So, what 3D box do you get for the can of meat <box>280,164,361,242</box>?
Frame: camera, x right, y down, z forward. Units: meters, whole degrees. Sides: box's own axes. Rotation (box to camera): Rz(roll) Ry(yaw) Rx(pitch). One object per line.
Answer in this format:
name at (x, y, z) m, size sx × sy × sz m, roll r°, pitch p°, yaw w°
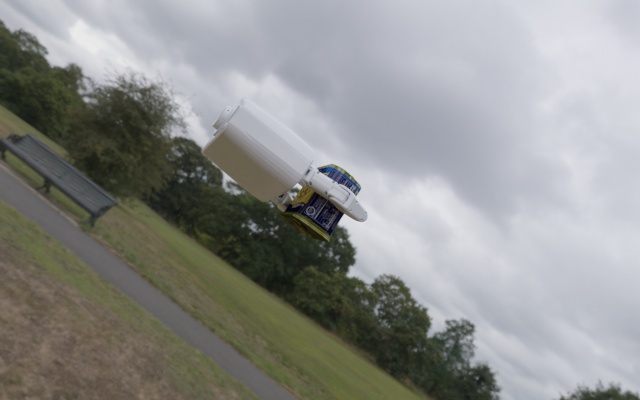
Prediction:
can of meat at (0.000, 0.002, 0.627) m, size 0.057 × 0.084 × 0.102 m, roll 37°, pitch -11°, yaw -15°
